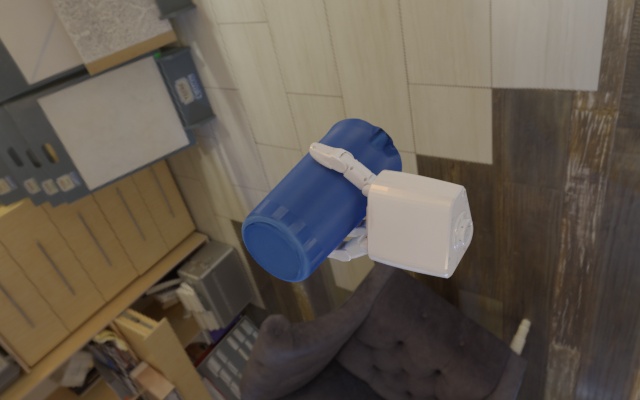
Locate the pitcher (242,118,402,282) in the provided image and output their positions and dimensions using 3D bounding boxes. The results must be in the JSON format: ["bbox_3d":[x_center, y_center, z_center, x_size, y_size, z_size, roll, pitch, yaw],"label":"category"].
[{"bbox_3d":[0.000,0.002,0.675,0.145,0.149,0.242,13,42,32],"label":"pitcher"}]
